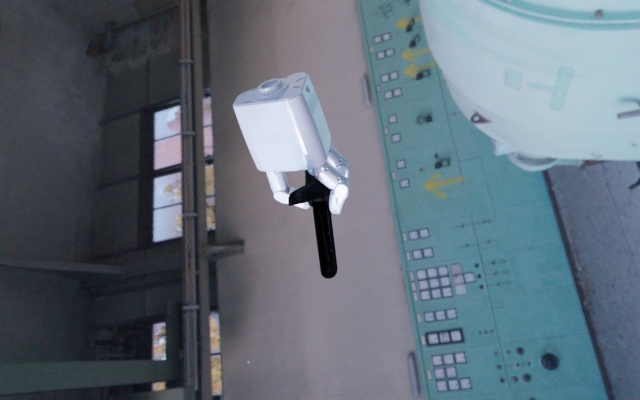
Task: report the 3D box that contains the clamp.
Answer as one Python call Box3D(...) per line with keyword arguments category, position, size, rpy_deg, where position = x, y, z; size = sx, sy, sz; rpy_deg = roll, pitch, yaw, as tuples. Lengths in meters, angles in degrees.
Box3D(category="clamp", position=(-0.001, 0.002, 0.728), size=(0.036, 0.165, 0.209), rpy_deg=(-9, 34, 14))
